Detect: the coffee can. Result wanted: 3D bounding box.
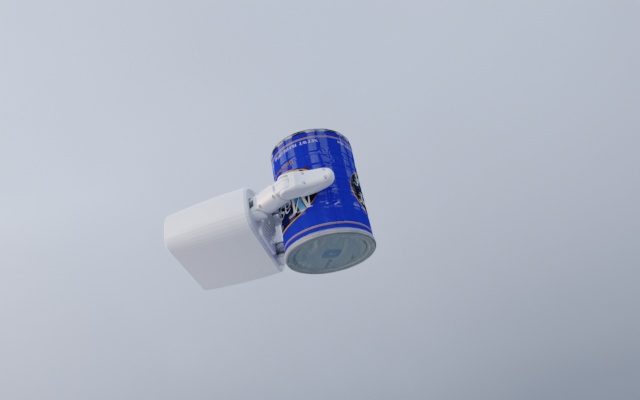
[{"bbox_3d":[0.000,0.002,0.562,0.103,0.140,0.103,-8,-31,-5],"label":"coffee can"}]
